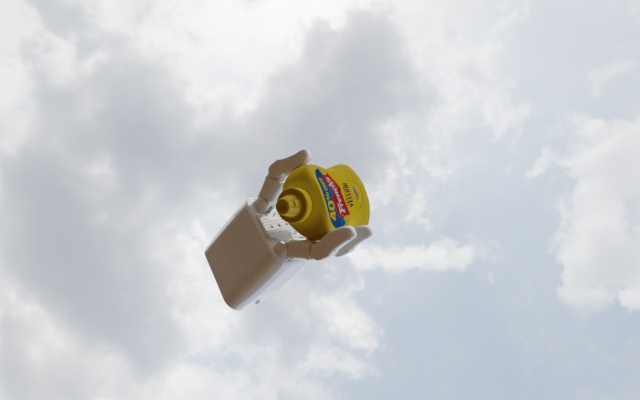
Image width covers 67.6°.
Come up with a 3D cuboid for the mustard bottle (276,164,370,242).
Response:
[{"bbox_3d":[0.000,0.002,0.604,0.058,0.096,0.191,-19,-6,26],"label":"mustard bottle"}]
